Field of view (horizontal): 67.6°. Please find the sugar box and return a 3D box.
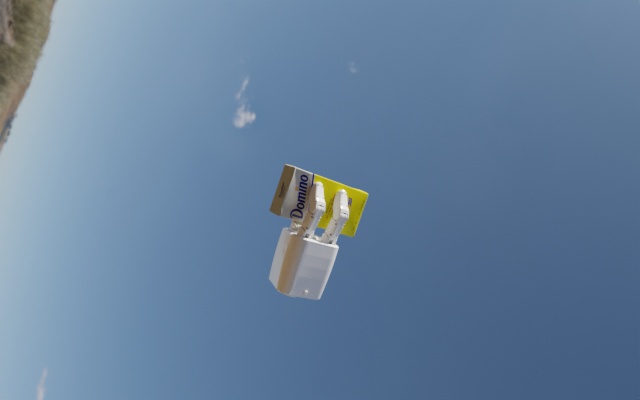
[{"bbox_3d":[0.000,0.003,0.893,0.176,0.093,0.048,17,2,-36],"label":"sugar box"}]
